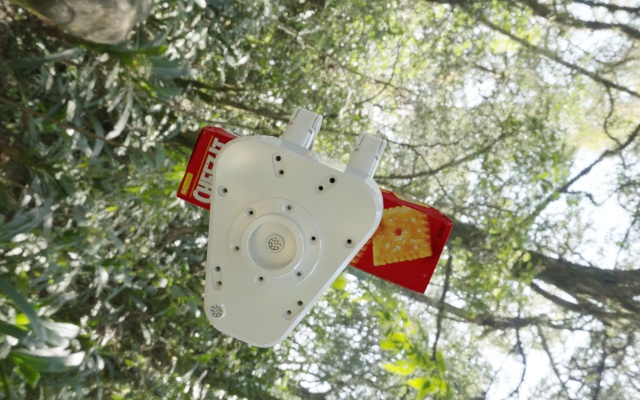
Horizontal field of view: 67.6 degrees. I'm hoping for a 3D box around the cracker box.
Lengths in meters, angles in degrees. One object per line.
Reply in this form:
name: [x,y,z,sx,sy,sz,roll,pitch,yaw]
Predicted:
cracker box: [0.000,0.002,0.452,0.213,0.072,0.164,22,4,3]
